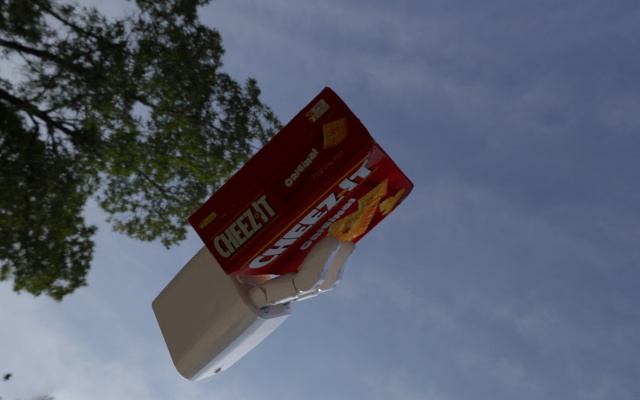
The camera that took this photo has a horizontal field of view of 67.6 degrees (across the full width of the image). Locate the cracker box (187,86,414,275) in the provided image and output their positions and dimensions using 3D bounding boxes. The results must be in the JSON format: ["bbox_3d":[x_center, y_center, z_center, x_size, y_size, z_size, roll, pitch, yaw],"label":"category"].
[{"bbox_3d":[0.000,0.001,0.476,0.164,0.072,0.214,-43,-19,9],"label":"cracker box"}]
